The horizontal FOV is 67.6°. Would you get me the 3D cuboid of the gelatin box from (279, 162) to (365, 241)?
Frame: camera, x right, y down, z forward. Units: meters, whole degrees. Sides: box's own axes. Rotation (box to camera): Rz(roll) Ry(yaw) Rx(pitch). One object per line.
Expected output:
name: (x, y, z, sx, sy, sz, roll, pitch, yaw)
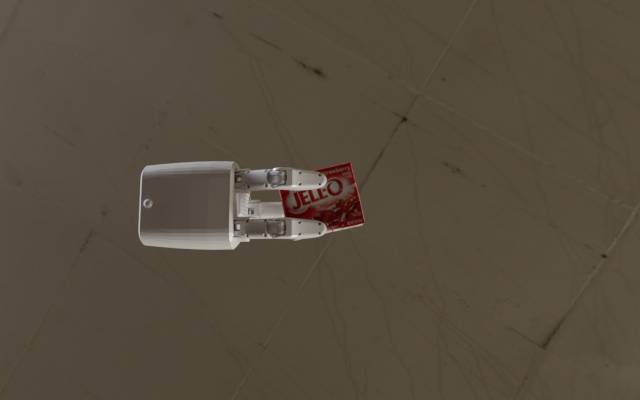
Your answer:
gelatin box: (0.000, 0.002, 0.554, 0.089, 0.073, 0.030, -13, -6, -3)
